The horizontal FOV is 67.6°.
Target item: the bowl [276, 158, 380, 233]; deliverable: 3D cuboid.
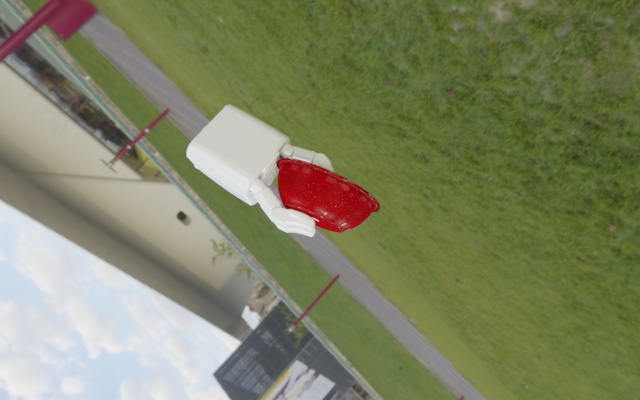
[{"bbox_3d":[0.001,0.003,0.674,0.162,0.055,0.162,23,-11,5],"label":"bowl"}]
